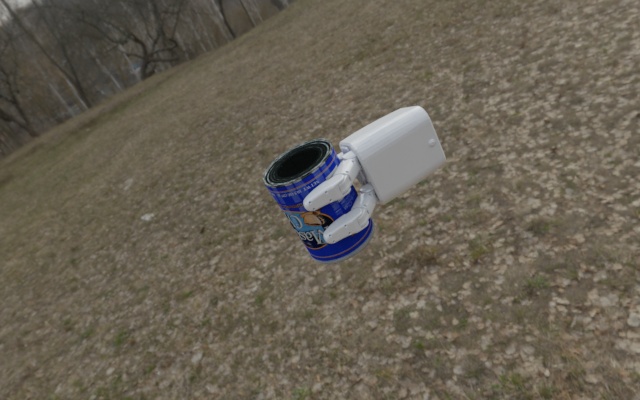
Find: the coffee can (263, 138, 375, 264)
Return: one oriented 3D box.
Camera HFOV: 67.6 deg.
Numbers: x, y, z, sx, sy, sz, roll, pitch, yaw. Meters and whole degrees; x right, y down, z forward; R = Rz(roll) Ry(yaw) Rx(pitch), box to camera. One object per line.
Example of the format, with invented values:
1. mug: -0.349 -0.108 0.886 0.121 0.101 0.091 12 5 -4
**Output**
1. coffee can: 0.000 0.002 0.652 0.103 0.140 0.102 -23 29 14
